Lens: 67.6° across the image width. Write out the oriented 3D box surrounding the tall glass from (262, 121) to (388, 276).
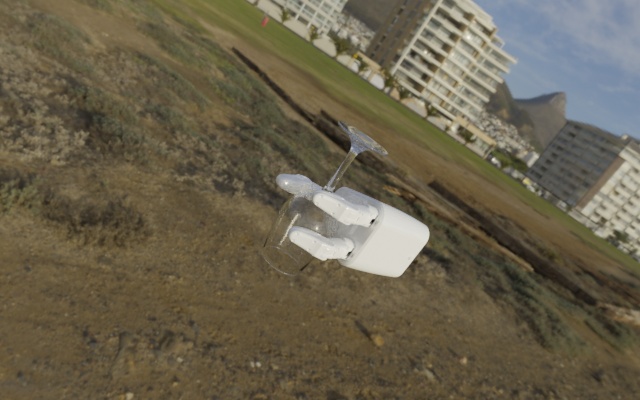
[{"bbox_3d":[0.000,0.001,0.616,0.079,0.201,0.079,31,16,-10],"label":"tall glass"}]
